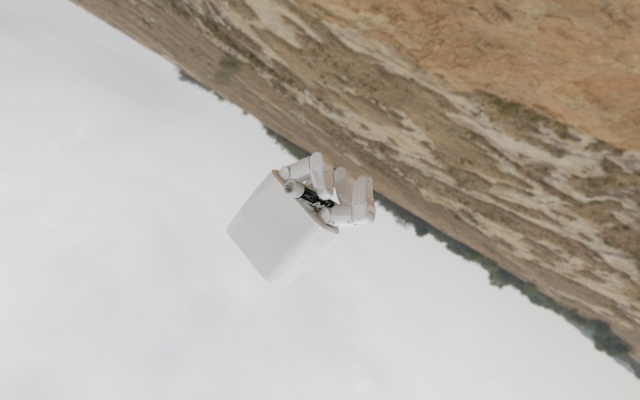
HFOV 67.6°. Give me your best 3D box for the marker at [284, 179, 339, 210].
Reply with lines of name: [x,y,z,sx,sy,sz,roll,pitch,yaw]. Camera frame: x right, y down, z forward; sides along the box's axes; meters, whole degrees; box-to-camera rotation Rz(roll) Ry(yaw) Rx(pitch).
marker: [0.000,0.002,0.584,0.020,0.020,0.121,0,-17,37]
